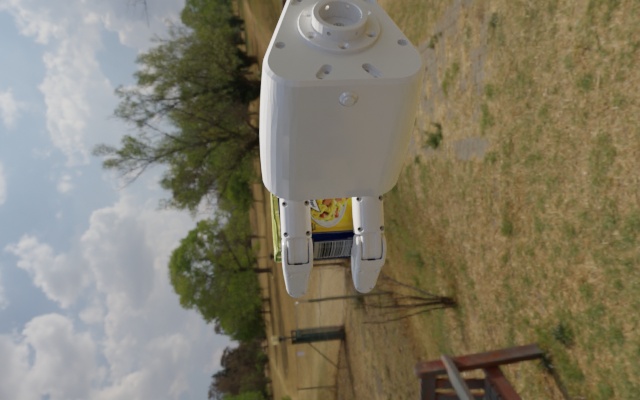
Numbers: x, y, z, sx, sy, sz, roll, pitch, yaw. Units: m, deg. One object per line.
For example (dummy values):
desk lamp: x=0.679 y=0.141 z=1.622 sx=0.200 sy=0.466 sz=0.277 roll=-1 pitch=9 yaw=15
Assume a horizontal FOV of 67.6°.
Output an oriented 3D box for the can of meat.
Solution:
can of meat: x=0.000 y=0.001 z=0.406 sx=0.084 sy=0.102 sz=0.057 roll=-3 pitch=-30 yaw=-7
